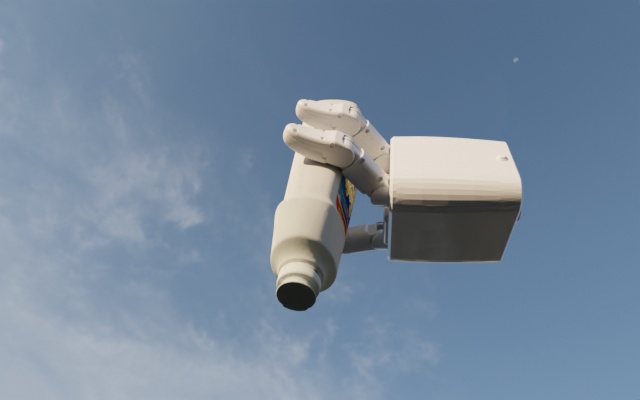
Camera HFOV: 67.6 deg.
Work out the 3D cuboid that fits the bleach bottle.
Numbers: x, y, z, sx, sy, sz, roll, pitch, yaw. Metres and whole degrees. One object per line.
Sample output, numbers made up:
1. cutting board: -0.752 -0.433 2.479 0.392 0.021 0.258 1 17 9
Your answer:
1. bleach bottle: 0.000 0.001 0.431 0.068 0.103 0.250 1 35 8
